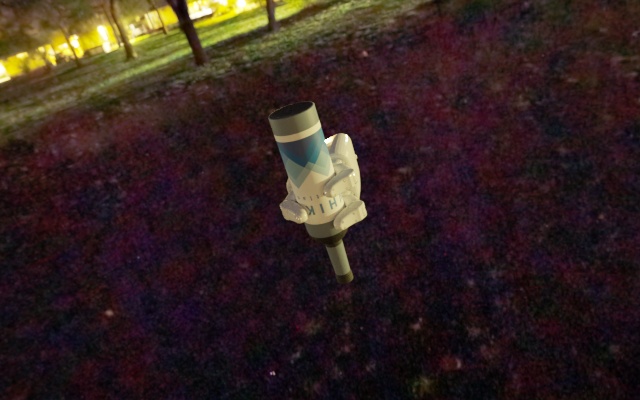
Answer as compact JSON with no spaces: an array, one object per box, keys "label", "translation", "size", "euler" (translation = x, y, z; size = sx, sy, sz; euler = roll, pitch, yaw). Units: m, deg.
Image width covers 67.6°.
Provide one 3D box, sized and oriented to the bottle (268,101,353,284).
[{"label":"bottle","translation":[0.000,0.002,0.720],"size":[0.069,0.296,0.069],"euler":[-14,26,7]}]
